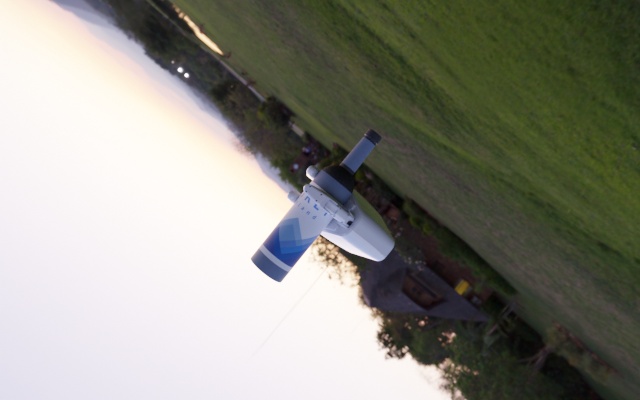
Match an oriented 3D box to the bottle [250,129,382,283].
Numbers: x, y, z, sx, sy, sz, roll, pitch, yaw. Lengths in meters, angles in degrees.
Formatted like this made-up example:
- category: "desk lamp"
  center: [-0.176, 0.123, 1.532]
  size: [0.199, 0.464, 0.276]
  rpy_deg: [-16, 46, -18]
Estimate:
- category: "bottle"
  center: [0.000, 0.003, 0.801]
  size: [0.069, 0.296, 0.069]
  rpy_deg: [39, 1, -1]
